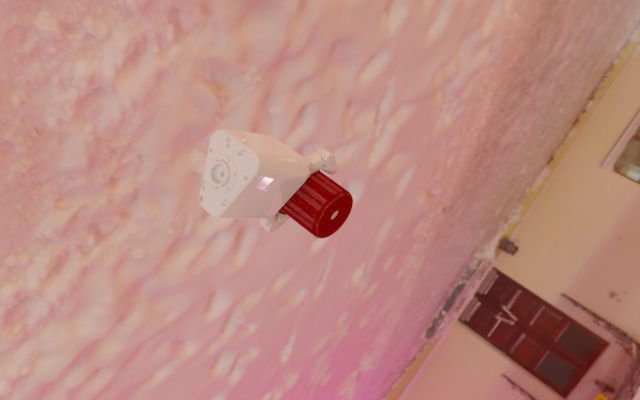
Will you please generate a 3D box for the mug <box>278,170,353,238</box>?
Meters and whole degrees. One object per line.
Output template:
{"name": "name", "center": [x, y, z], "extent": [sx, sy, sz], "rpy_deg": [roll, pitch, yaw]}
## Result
{"name": "mug", "center": [0.001, 0.003, 0.717], "extent": [0.081, 0.093, 0.117], "rpy_deg": [37, 20, 29]}
